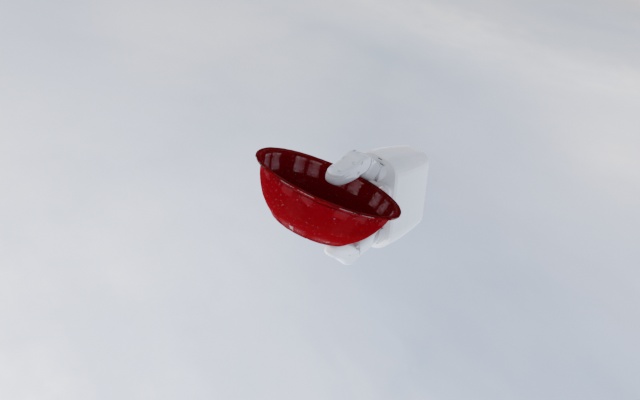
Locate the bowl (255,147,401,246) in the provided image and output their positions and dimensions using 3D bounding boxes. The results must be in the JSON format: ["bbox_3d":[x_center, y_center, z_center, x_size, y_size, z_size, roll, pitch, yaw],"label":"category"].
[{"bbox_3d":[-0.001,0.002,0.501,0.162,0.055,0.162,22,16,-7],"label":"bowl"}]
